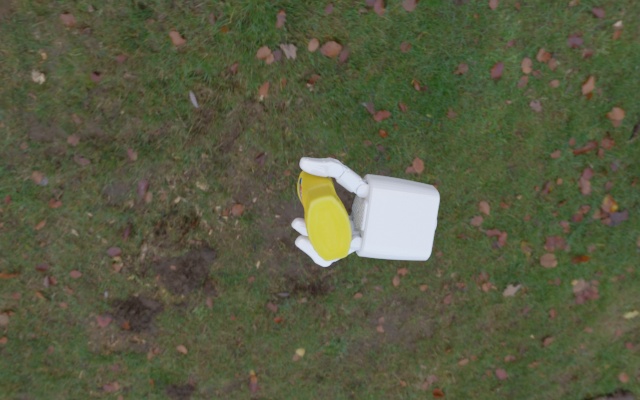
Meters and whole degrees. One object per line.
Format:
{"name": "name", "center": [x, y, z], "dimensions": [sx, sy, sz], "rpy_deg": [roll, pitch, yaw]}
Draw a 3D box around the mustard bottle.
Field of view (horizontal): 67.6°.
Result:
{"name": "mustard bottle", "center": [0.000, 0.002, 0.696], "dimensions": [0.058, 0.096, 0.191], "rpy_deg": [-16, 24, -1]}
